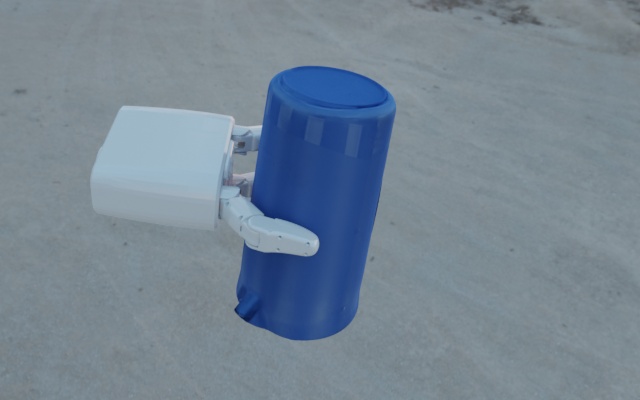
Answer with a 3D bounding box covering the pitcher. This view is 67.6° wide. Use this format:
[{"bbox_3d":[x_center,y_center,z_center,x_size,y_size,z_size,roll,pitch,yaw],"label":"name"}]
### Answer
[{"bbox_3d":[0.000,0.002,0.464,0.145,0.243,0.149,8,33,-5],"label":"pitcher"}]
